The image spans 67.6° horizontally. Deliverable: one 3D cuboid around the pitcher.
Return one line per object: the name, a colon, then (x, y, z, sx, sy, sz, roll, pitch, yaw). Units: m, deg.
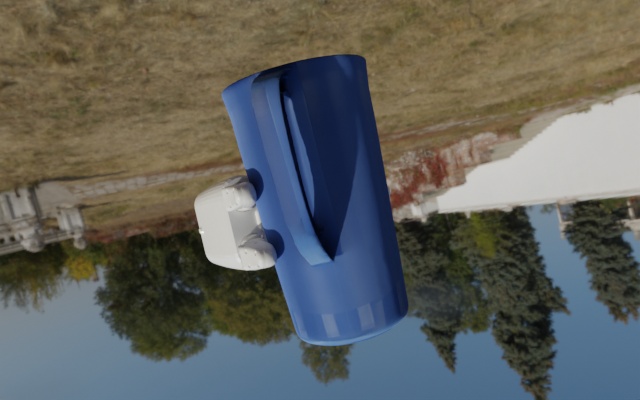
pitcher: (0.000, 0.001, 0.430, 0.149, 0.243, 0.145, -16, 3, -33)
